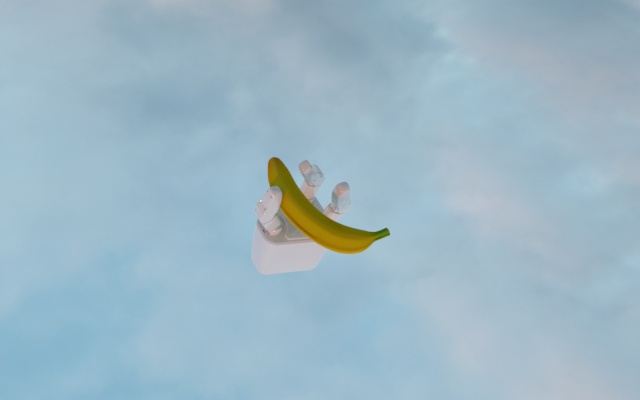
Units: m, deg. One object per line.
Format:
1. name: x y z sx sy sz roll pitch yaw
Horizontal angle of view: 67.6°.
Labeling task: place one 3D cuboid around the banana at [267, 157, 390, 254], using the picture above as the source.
1. banana: -0.008 0.016 0.639 0.198 0.069 0.037 34 -32 13
